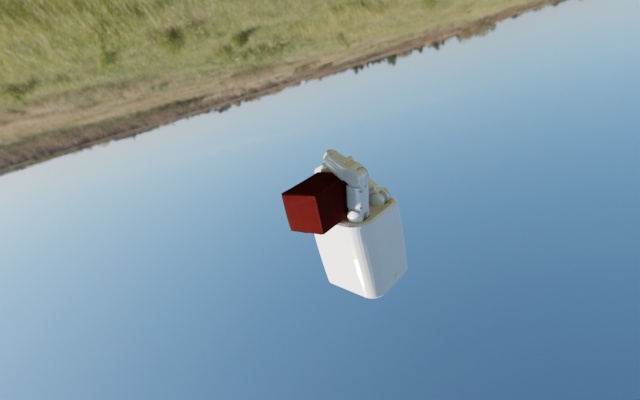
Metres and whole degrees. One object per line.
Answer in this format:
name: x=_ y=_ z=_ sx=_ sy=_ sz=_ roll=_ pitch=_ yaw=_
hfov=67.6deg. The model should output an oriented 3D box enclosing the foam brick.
foam brick: x=0.000 y=0.002 z=0.585 sx=0.053 sy=0.051 sz=0.078 roll=5 pitch=25 yaw=37
